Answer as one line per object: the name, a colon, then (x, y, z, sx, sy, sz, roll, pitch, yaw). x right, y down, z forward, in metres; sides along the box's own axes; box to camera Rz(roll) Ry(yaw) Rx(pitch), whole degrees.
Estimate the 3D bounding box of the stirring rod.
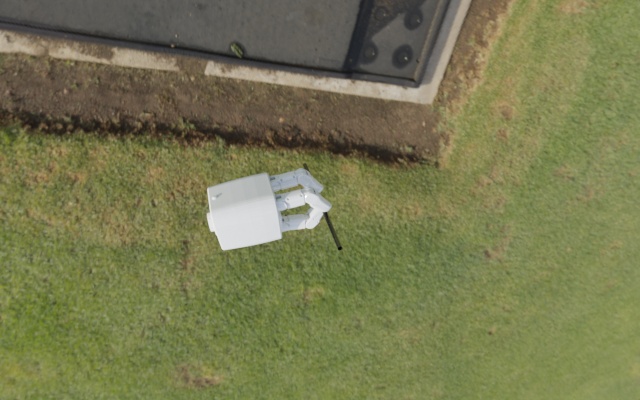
stirring rod: (0.000, 0.003, 0.830, 0.011, 0.011, 0.239, 0, 37, -18)
